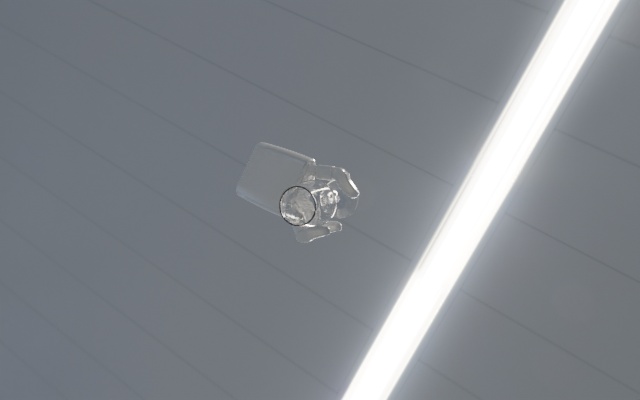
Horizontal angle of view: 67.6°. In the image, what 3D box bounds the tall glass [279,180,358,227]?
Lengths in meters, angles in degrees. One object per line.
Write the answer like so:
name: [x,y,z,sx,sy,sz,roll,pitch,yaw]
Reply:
tall glass: [0.001,0.003,0.817,0.079,0.079,0.201,0,4,21]
